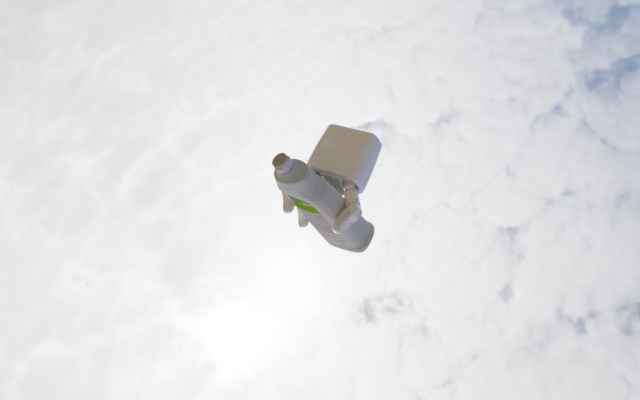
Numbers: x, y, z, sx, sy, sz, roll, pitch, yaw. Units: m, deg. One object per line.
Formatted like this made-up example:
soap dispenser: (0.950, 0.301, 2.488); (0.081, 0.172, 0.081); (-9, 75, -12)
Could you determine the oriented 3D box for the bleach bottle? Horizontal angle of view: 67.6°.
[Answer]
bleach bottle: (0.000, 0.003, 0.837); (0.102, 0.068, 0.251); (10, -26, 38)
